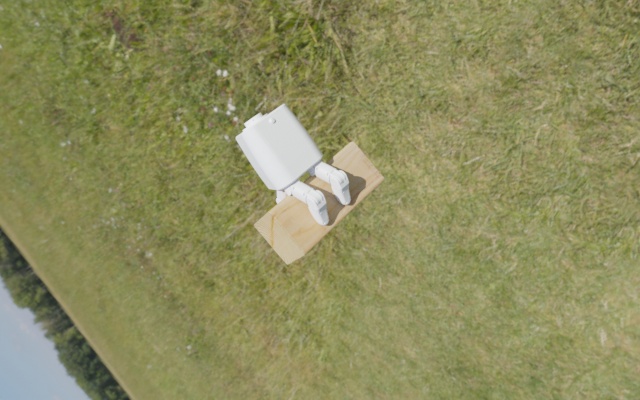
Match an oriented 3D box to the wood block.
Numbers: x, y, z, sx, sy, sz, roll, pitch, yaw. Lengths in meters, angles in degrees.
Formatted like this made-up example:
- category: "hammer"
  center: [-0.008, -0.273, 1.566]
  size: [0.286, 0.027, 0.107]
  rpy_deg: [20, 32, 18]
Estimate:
- category: "wood block"
  center: [0.000, 0.003, 0.811]
  size: [0.206, 0.090, 0.091]
  rpy_deg: [-41, 2, -28]
